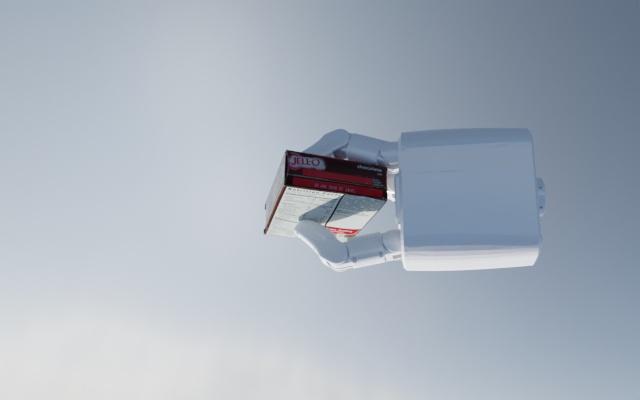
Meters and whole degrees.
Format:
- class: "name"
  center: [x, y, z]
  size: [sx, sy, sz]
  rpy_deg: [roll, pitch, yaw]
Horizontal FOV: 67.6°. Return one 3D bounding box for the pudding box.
- class: "pudding box"
  center: [0.000, 0.002, 0.437]
  size: [0.090, 0.039, 0.113]
  rpy_deg: [9, -29, -13]
